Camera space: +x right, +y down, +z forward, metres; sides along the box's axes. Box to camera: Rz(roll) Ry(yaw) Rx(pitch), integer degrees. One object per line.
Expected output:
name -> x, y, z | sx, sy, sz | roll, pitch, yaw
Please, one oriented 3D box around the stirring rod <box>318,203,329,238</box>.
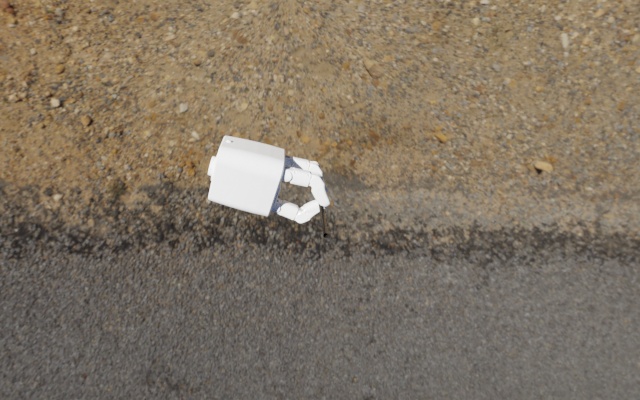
stirring rod -> 0.000, 0.003, 0.808 | 0.011, 0.011, 0.239 | 0, 24, -4
